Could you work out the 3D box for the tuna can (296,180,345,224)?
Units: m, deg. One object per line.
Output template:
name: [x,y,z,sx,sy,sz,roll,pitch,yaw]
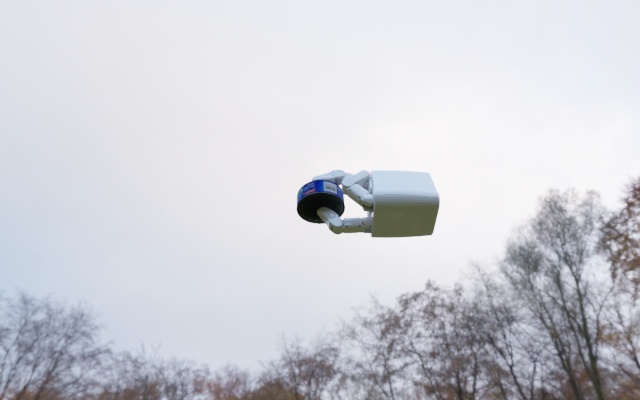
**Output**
tuna can: [0.000,0.002,0.847,0.086,0.033,0.086,-2,-41,-1]
